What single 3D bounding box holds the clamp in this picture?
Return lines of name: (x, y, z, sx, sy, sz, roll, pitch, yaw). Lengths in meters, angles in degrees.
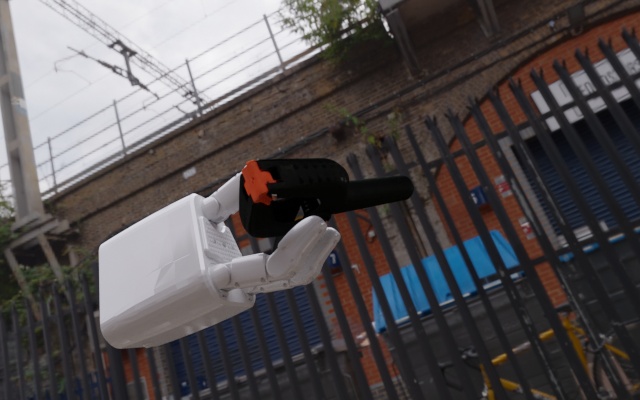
clamp: (-0.001, 0.001, 0.417, 0.164, 0.036, 0.210, -29, -20, 6)
